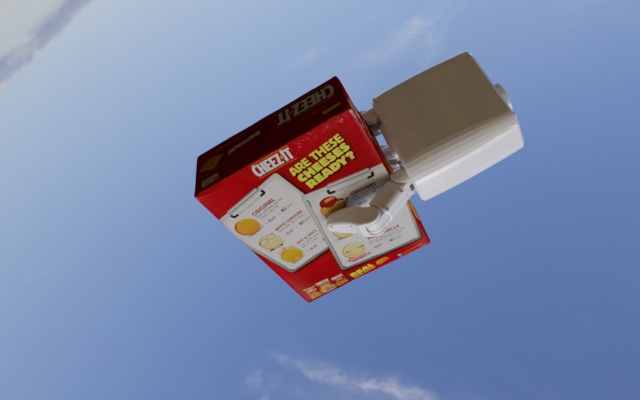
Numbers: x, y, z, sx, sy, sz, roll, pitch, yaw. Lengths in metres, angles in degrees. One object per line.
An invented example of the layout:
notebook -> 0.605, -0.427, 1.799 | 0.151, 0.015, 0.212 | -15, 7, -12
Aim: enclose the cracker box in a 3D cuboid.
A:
cracker box -> 0.000, 0.002, 0.503 | 0.164, 0.072, 0.214 | -28, -48, 12
